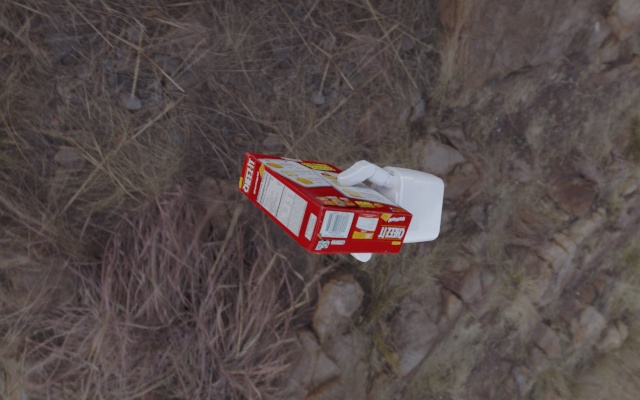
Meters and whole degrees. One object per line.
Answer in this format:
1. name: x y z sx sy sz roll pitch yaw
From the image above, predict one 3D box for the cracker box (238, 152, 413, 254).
1. cracker box: 0.000 0.002 0.698 0.164 0.072 0.213 5 20 -38
